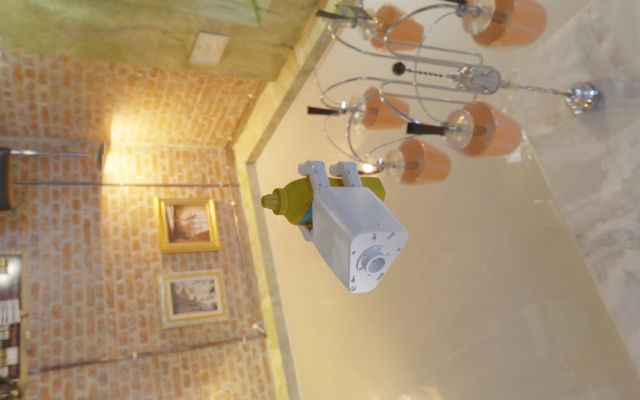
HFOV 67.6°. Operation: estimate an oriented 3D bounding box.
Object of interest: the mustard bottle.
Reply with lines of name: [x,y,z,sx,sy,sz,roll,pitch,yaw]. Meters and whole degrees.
mustard bottle: [0.000,0.002,0.741,0.191,0.058,0.096,0,-34,-29]
